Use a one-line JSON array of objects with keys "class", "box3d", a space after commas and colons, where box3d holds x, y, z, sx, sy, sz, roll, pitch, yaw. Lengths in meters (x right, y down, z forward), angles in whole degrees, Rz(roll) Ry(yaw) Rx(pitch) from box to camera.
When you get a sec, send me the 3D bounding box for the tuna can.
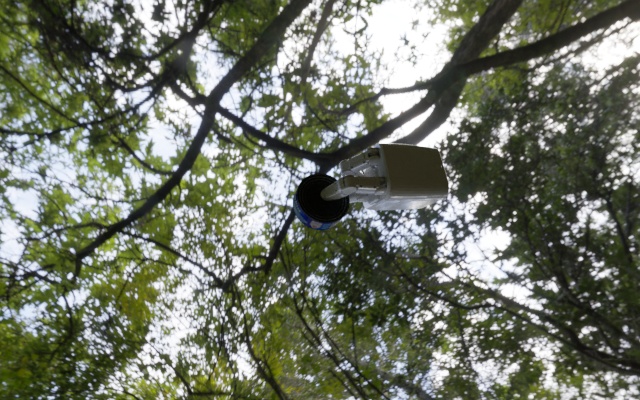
[{"class": "tuna can", "box3d": [0.000, 0.003, 0.748, 0.086, 0.086, 0.034, 0, -26, -19]}]
